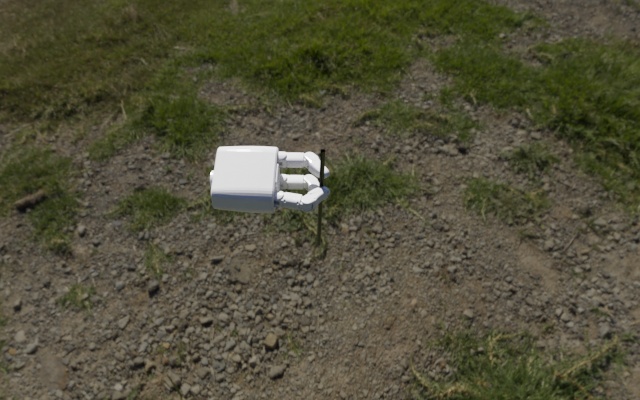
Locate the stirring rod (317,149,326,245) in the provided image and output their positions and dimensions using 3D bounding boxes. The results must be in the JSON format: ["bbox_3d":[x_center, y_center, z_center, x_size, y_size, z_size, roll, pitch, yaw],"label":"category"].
[{"bbox_3d":[0.000,0.003,0.855,0.011,0.011,0.240,0,-43,-3],"label":"stirring rod"}]
